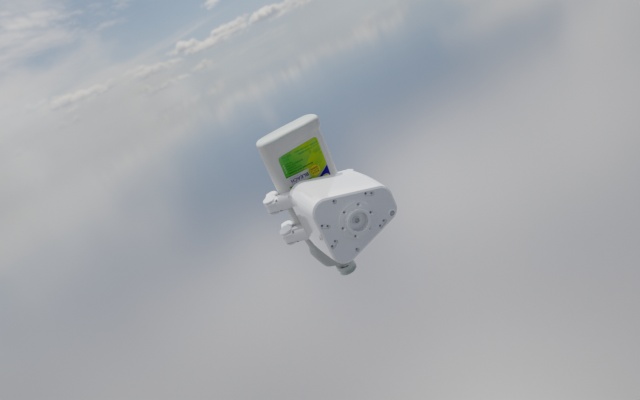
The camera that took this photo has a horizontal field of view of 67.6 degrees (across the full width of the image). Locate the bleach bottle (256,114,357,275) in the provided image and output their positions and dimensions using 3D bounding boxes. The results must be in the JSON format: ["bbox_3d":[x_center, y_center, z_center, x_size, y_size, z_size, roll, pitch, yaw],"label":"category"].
[{"bbox_3d":[0.000,0.002,0.734,0.102,0.251,0.068,-29,19,-8],"label":"bleach bottle"}]
